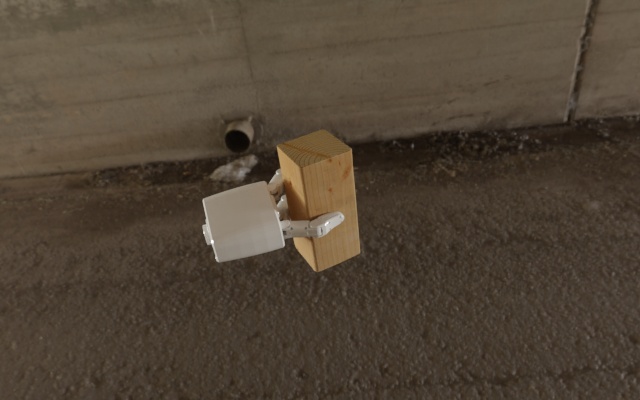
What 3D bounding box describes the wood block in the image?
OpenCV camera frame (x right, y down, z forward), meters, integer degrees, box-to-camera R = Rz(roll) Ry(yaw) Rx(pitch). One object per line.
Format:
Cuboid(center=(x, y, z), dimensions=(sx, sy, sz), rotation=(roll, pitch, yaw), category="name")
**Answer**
Cuboid(center=(0.000, 0.003, 0.790), dimensions=(0.090, 0.206, 0.090), rotation=(-21, 37, -19), category="wood block")
